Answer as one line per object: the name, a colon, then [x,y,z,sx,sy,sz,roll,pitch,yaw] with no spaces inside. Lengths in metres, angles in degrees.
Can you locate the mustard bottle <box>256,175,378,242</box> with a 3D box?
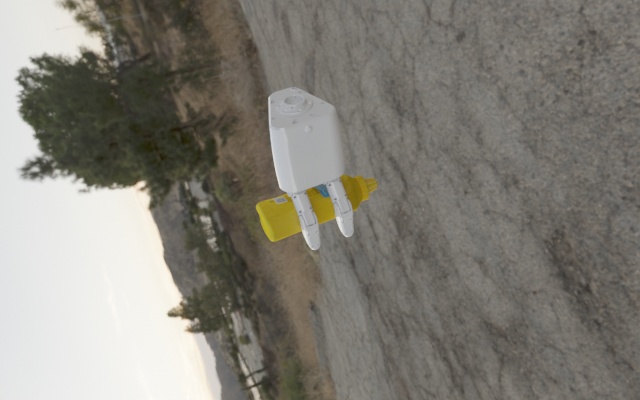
mustard bottle: [0.000,0.003,0.747,0.191,0.058,0.096,-20,18,-12]
